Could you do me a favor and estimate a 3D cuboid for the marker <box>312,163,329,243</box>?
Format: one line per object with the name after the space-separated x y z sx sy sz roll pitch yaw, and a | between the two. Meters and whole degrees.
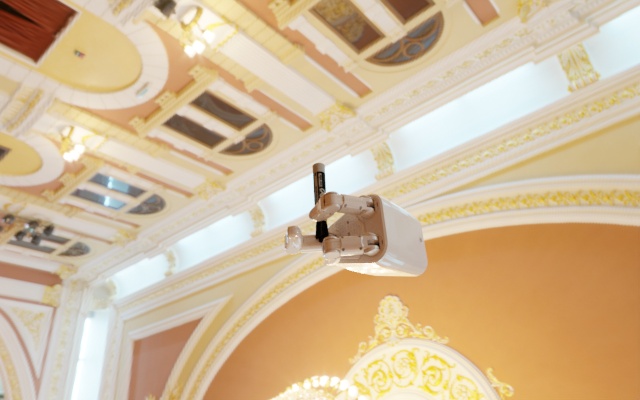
0.000 0.002 0.673 0.020 0.121 0.020 -2 -28 -1 | marker
